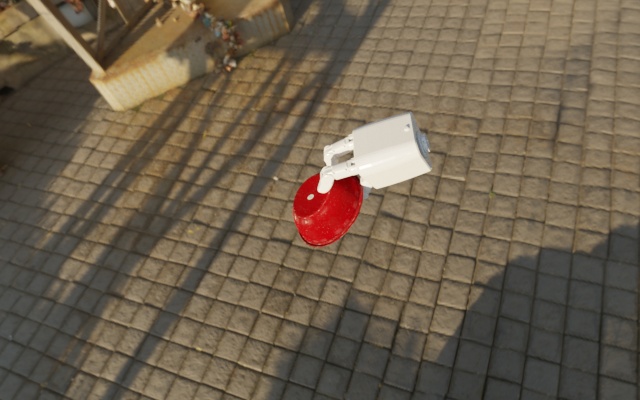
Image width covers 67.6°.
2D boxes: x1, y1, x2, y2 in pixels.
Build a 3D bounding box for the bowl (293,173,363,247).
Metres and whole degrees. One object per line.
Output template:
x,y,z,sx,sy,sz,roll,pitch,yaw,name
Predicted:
-0.001,0.003,0.894,0.162,0.162,0.055,0,-26,47,bowl
